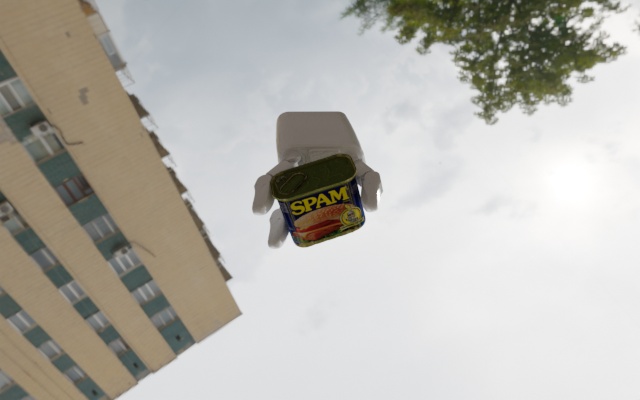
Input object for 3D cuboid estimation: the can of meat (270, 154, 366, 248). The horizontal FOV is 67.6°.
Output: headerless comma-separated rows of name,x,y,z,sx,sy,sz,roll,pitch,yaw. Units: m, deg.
can of meat,0.000,0.002,0.580,0.102,0.084,0.057,-17,38,0
